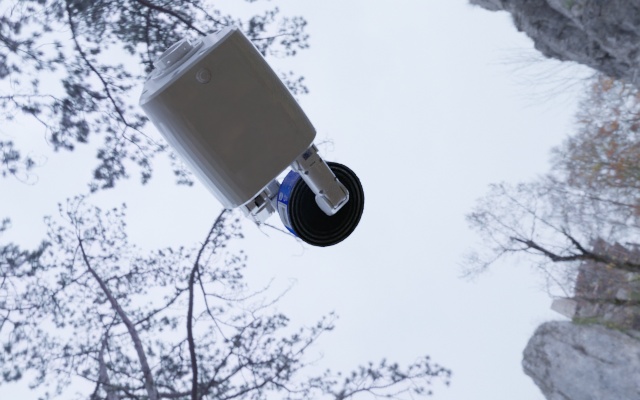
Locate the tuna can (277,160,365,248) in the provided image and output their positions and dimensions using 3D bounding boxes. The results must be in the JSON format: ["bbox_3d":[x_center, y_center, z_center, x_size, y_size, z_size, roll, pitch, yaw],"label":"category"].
[{"bbox_3d":[0.000,0.002,0.481,0.086,0.086,0.033,0,11,-29],"label":"tuna can"}]
